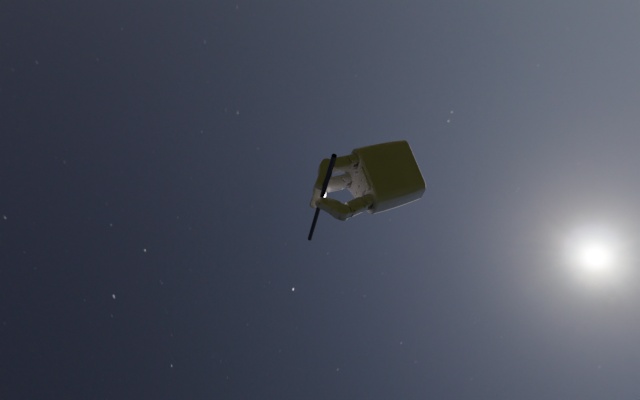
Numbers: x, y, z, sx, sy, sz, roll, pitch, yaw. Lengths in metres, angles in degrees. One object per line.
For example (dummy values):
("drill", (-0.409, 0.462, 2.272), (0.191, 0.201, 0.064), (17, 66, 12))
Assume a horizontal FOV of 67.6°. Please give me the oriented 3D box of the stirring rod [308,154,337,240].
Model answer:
("stirring rod", (0.000, 0.003, 0.814), (0.011, 0.011, 0.240), (0, -36, -12))
